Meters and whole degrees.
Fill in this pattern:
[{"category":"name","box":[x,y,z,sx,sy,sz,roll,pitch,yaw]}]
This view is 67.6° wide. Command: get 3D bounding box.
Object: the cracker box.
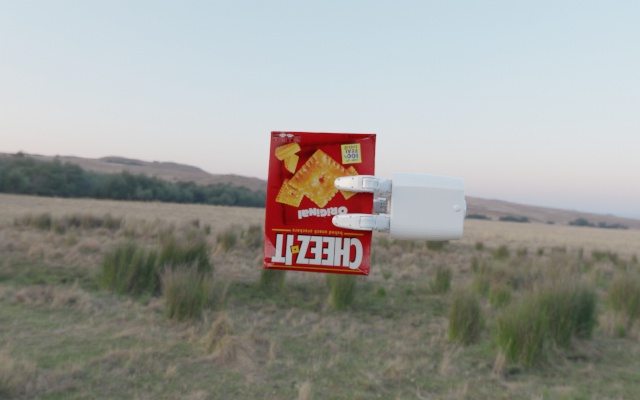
[{"category":"cracker box","box":[0.000,0.002,0.738,0.164,0.213,0.072,3,-2,5]}]
